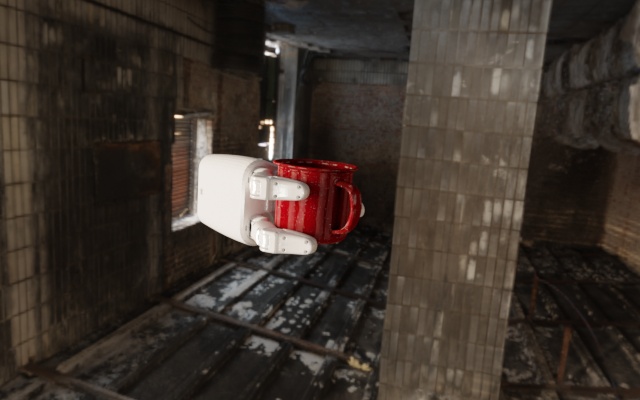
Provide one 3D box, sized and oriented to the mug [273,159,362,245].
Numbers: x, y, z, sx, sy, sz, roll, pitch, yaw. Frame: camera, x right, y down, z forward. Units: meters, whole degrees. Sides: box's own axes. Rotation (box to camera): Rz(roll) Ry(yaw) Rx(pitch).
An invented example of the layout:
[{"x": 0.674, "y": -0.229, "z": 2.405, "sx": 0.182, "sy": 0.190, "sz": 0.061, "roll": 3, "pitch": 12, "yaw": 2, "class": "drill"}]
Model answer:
[{"x": 0.001, "y": 0.002, "z": 0.517, "sx": 0.093, "sy": 0.081, "sz": 0.117, "roll": -5, "pitch": 14, "yaw": -43, "class": "mug"}]
